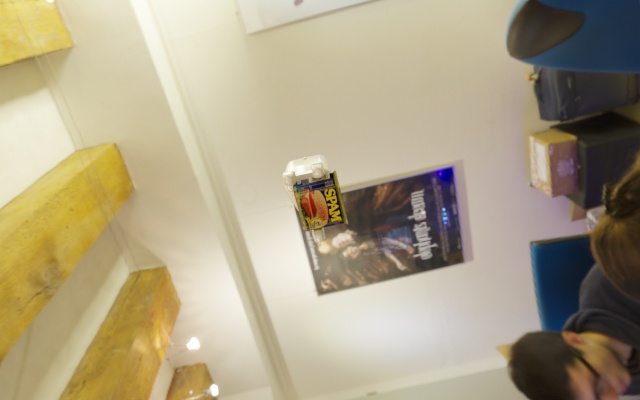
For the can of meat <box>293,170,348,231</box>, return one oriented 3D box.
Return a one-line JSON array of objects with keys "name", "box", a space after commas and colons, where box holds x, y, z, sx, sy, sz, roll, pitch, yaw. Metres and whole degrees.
[{"name": "can of meat", "box": [0.000, 0.003, 0.894, 0.084, 0.102, 0.057, -13, 27, 3]}]
